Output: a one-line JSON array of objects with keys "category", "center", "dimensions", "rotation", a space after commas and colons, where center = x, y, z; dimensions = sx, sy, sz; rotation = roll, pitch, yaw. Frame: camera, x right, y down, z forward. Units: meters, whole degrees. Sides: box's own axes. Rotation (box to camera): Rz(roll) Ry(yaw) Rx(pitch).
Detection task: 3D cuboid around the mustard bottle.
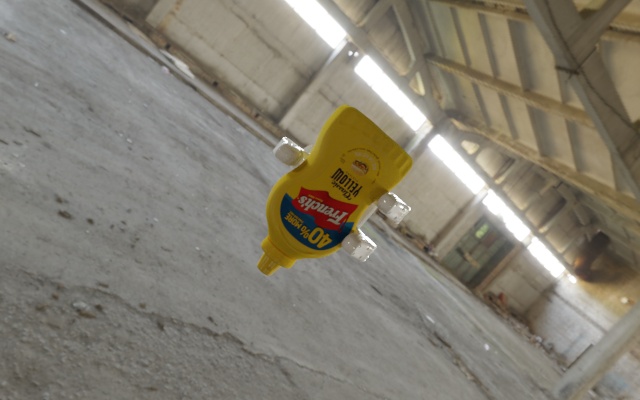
[{"category": "mustard bottle", "center": [0.000, 0.001, 0.497], "dimensions": [0.096, 0.191, 0.058], "rotation": [38, 7, -18]}]
